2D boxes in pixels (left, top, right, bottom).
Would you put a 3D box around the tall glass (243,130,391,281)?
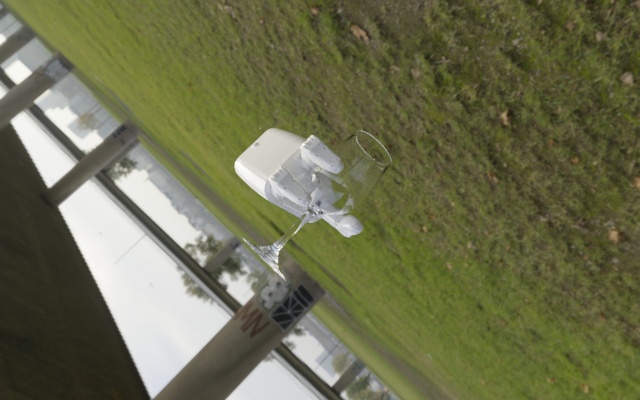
[{"bbox_3d":[0.000,0.003,0.598,0.201,0.079,0.079,-45,10,-10],"label":"tall glass"}]
